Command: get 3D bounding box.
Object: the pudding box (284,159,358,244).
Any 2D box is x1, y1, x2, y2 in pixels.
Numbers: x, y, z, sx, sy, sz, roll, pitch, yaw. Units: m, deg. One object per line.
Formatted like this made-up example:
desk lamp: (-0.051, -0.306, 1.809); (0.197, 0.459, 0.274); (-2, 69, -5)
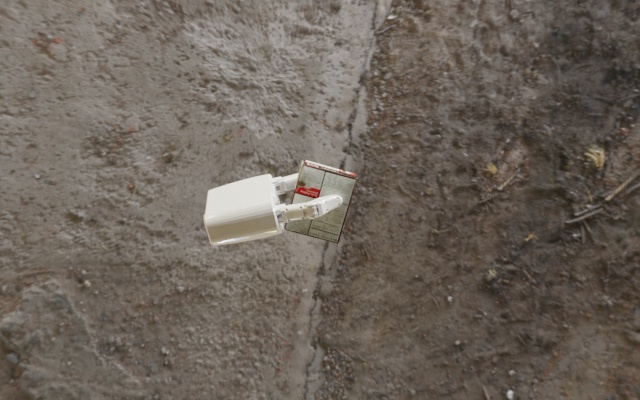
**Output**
pudding box: (0.000, 0.002, 0.744); (0.090, 0.113, 0.039); (15, 15, -5)
